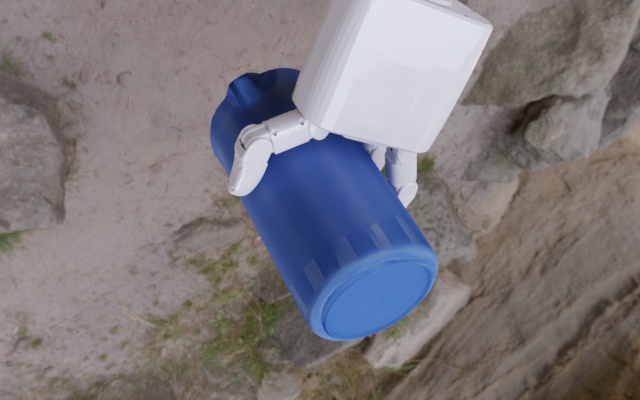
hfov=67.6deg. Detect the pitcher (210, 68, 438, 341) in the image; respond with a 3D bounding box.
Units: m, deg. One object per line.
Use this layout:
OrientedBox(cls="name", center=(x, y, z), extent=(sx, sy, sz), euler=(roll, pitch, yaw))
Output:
OrientedBox(cls="pitcher", center=(0.000, 0.001, 0.433), extent=(0.149, 0.145, 0.242), euler=(0, 40, -31))
